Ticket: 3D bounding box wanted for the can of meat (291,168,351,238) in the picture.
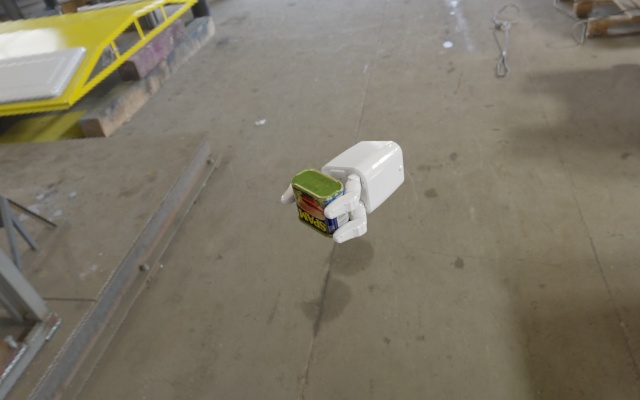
[{"bbox_3d":[0.000,0.002,0.806,0.057,0.084,0.102,-35,43,-27],"label":"can of meat"}]
